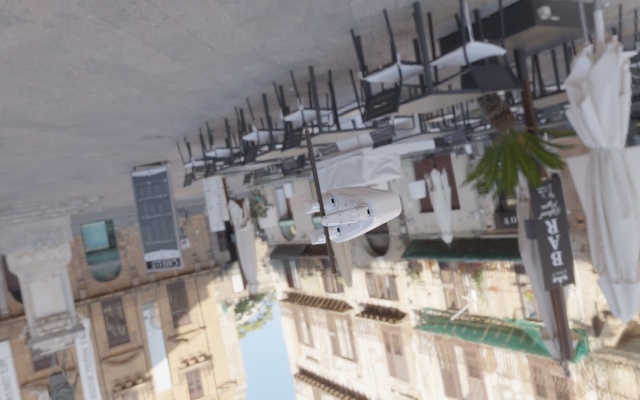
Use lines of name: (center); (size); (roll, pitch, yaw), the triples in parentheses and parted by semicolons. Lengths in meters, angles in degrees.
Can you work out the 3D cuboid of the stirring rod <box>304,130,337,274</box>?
stirring rod: (0.000, 0.002, 0.788); (0.011, 0.239, 0.011); (-11, 1, 0)
